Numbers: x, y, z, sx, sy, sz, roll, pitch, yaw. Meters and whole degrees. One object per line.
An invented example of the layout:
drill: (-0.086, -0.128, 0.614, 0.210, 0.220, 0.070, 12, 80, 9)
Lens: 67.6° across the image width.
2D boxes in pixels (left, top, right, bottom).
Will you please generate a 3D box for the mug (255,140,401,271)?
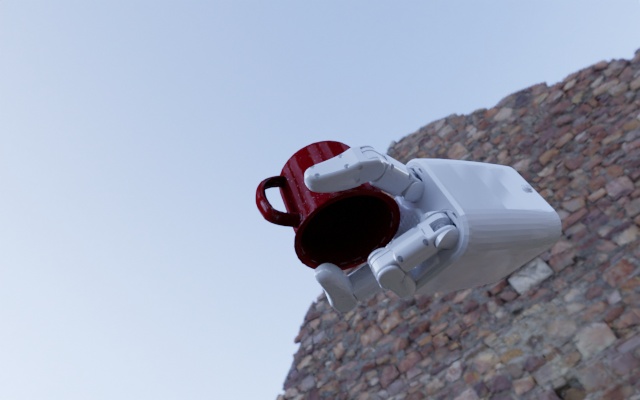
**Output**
mug: (-0.001, 0.001, 0.413, 0.117, 0.093, 0.081, 1, 41, -24)
